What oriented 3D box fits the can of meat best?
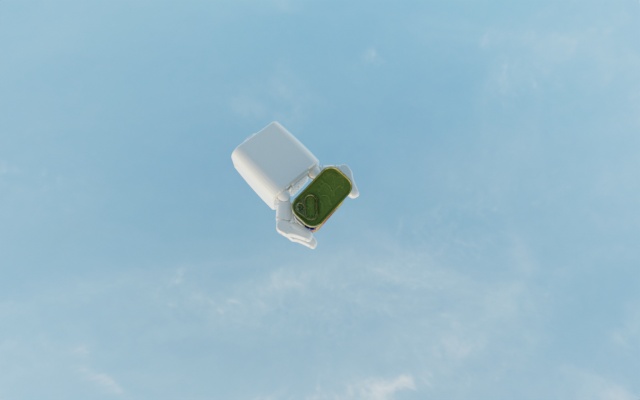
[{"bbox_3d":[0.000,0.003,0.785,0.057,0.102,0.084,42,-12,6],"label":"can of meat"}]
